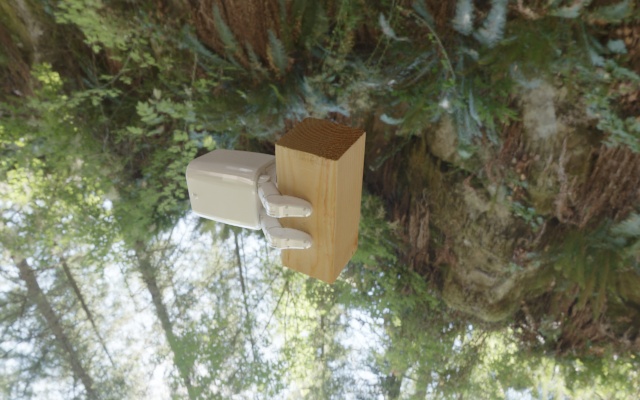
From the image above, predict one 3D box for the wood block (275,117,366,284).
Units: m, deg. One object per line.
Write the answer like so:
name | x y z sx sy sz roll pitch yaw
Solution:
wood block | 0.000 0.002 0.667 0.090 0.206 0.090 17 39 21
